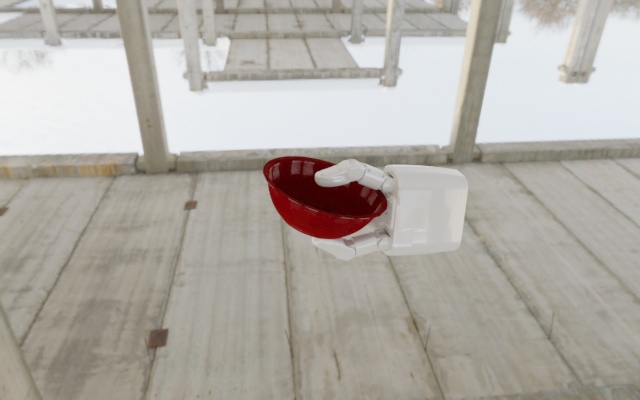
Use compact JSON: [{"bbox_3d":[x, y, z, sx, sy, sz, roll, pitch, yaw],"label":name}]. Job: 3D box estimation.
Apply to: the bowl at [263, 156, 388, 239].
[{"bbox_3d":[-0.001,0.002,0.606,0.162,0.055,0.162,15,25,-7],"label":"bowl"}]
